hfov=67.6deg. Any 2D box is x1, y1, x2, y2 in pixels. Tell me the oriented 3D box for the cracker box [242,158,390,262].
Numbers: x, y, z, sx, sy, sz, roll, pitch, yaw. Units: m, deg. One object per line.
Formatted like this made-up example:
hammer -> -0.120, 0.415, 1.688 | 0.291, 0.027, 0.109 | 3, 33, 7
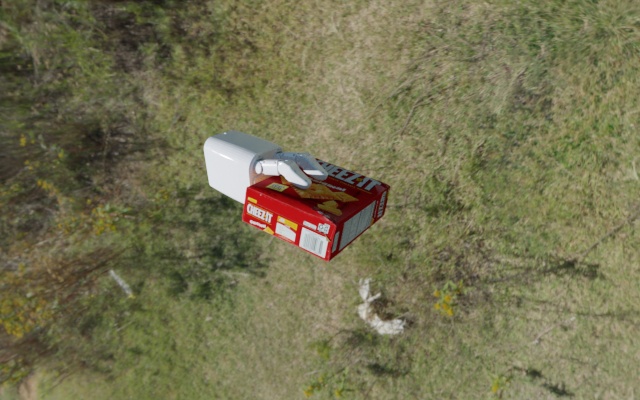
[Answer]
cracker box -> 0.000, 0.003, 0.802 | 0.164, 0.072, 0.213 | 23, 28, 22
